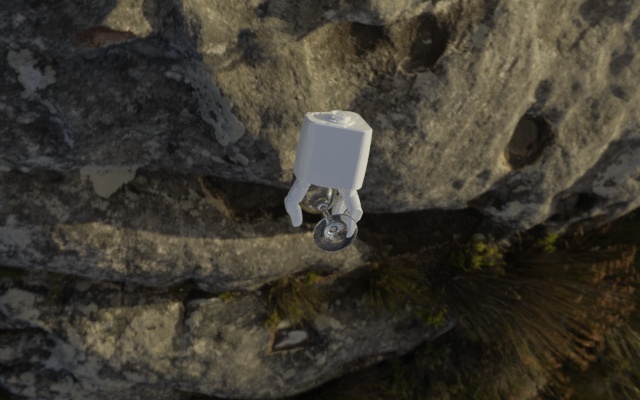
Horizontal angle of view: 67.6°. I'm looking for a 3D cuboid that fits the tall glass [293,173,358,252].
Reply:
[{"bbox_3d":[0.000,0.003,0.847,0.079,0.079,0.201,0,30,-17],"label":"tall glass"}]
